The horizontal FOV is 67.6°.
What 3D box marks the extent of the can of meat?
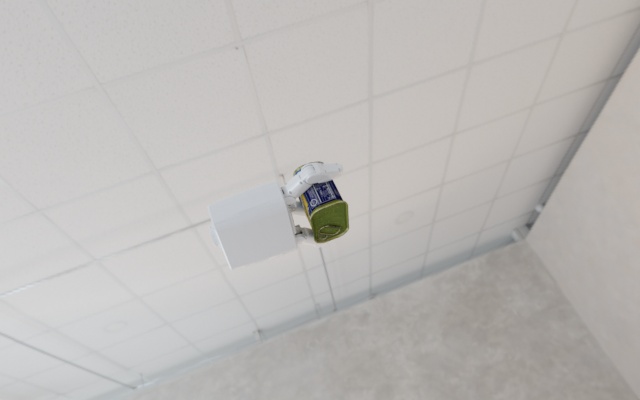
[{"bbox_3d":[0.000,0.002,0.717,0.057,0.084,0.102,-21,-31,-8],"label":"can of meat"}]
